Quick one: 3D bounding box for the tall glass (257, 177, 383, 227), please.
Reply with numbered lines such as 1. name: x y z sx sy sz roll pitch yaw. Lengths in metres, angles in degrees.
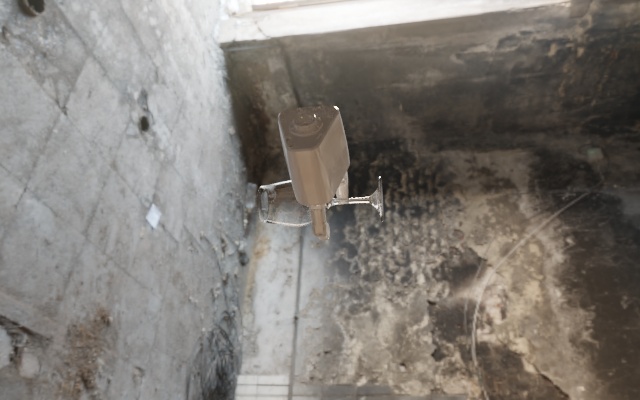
1. tall glass: 0.001 0.003 0.783 0.201 0.079 0.079 -3 -1 10
